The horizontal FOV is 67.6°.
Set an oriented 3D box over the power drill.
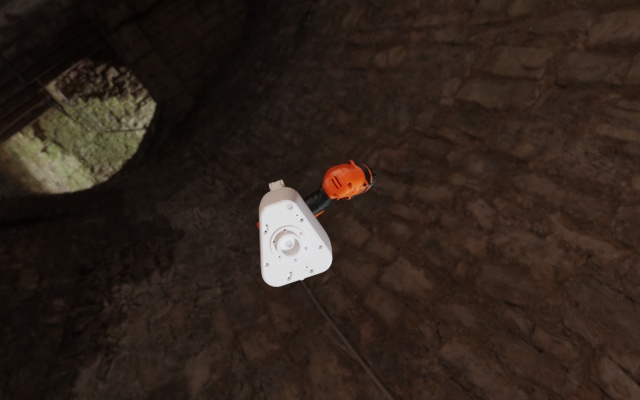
[{"bbox_3d":[0.000,0.003,0.777,0.188,0.057,0.184,-37,-9,18],"label":"power drill"}]
